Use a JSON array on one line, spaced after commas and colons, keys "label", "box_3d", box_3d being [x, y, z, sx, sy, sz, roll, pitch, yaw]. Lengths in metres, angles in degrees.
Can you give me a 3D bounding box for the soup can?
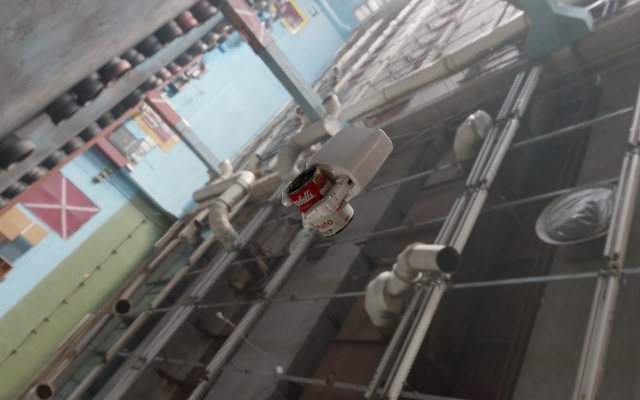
[{"label": "soup can", "box_3d": [0.000, 0.003, 0.789, 0.068, 0.102, 0.068, -36, 19, 15]}]
